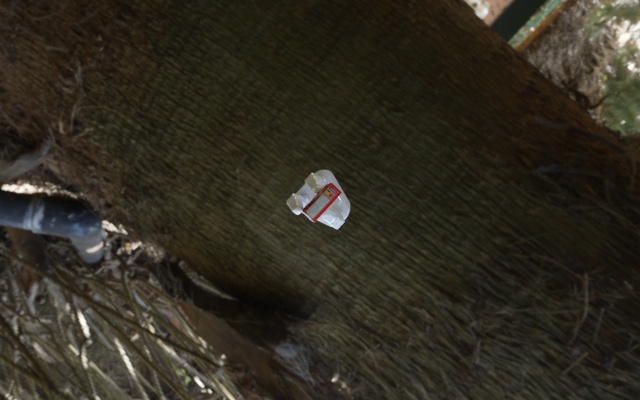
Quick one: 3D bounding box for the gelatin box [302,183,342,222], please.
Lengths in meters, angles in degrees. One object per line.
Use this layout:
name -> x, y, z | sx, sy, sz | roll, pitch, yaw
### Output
gelatin box -> 0.000, 0.003, 0.881 | 0.030, 0.073, 0.089 | 44, -3, -4
